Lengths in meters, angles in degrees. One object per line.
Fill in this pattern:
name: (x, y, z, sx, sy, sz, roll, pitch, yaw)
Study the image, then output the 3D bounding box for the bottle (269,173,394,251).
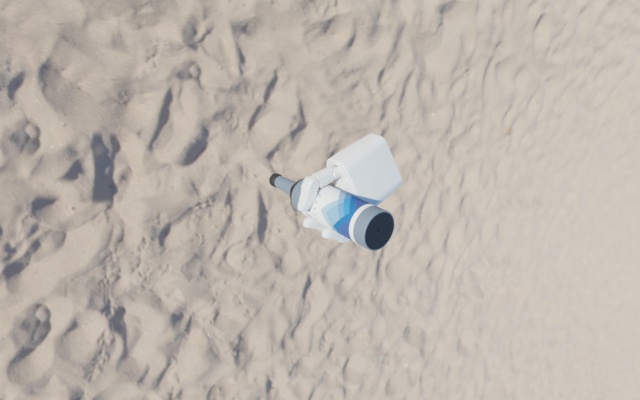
bottle: (0.000, 0.003, 0.839, 0.069, 0.069, 0.295, 0, 17, -40)
